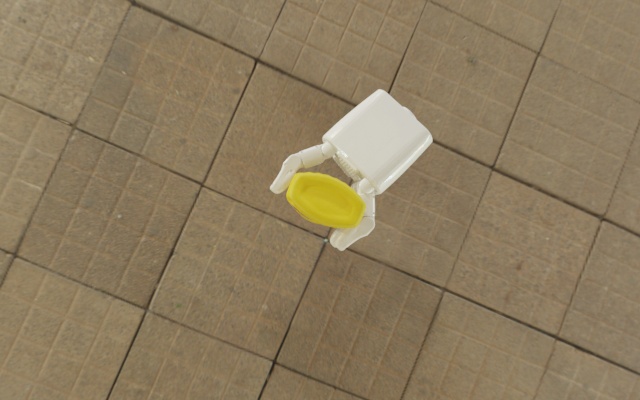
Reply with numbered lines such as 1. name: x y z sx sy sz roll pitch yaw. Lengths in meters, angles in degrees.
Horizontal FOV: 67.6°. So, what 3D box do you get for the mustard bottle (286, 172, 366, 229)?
1. mustard bottle: 0.000 0.002 0.660 0.096 0.058 0.191 23 -3 -4
